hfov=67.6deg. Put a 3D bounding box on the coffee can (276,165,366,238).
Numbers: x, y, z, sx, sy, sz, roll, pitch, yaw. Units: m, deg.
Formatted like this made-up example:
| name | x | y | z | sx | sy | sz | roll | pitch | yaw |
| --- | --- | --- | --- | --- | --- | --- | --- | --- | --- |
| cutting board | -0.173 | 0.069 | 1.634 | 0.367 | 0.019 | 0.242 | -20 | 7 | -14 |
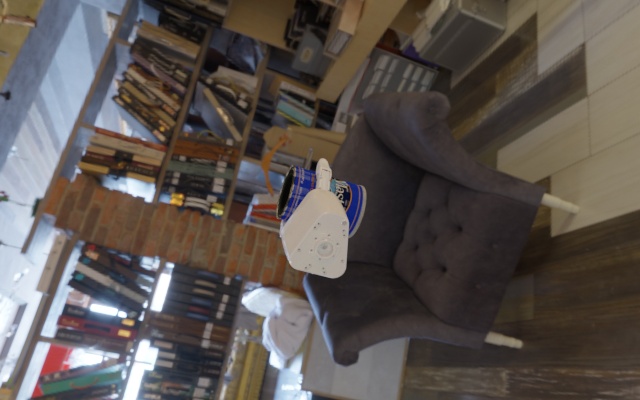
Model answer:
| name | x | y | z | sx | sy | sz | roll | pitch | yaw |
| --- | --- | --- | --- | --- | --- | --- | --- | --- | --- |
| coffee can | 0.000 | 0.003 | 0.883 | 0.140 | 0.103 | 0.103 | 16 | -4 | -15 |
